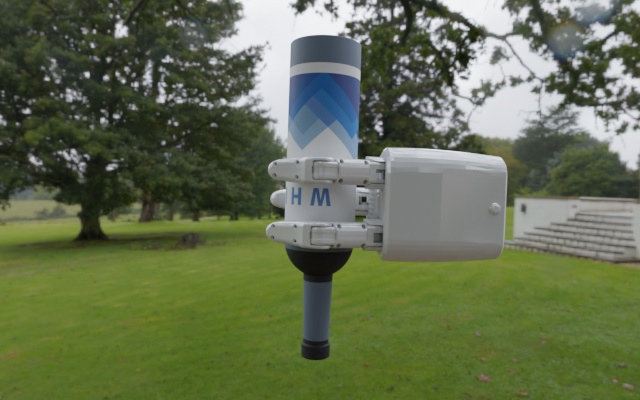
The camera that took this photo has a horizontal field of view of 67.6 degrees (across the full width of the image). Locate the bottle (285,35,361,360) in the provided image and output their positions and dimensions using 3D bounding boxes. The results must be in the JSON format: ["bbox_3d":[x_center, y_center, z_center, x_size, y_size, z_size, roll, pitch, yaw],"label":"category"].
[{"bbox_3d":[0.000,0.001,0.453,0.069,0.296,0.069,2,2,0],"label":"bottle"}]
